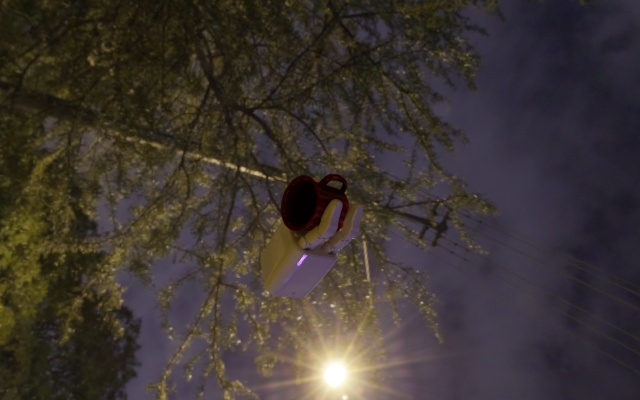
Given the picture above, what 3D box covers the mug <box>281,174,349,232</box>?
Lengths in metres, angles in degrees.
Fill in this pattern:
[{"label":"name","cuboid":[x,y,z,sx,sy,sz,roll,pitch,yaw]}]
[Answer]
[{"label":"mug","cuboid":[0.001,0.002,0.797,0.081,0.117,0.093,15,31,-42]}]
